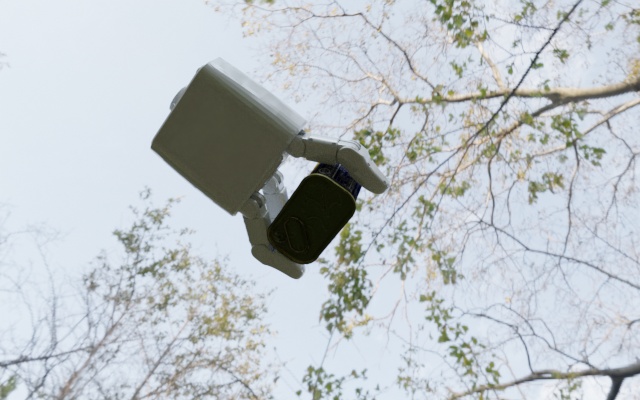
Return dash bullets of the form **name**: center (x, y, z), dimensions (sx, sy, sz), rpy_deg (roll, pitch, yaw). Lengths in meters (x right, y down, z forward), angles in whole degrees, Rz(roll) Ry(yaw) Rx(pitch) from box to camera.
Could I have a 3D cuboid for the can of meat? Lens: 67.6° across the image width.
- **can of meat**: center (0.000, 0.001, 0.485), dimensions (0.057, 0.102, 0.084), rpy_deg (35, 32, -3)
